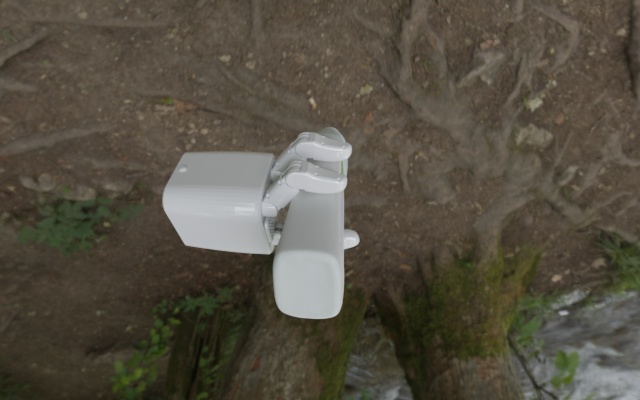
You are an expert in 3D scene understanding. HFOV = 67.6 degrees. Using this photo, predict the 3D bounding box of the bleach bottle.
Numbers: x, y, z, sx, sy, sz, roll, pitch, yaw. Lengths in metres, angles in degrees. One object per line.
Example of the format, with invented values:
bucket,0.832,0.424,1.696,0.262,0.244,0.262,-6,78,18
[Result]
bleach bottle,0.000,0.002,0.543,0.068,0.103,0.250,4,40,5
